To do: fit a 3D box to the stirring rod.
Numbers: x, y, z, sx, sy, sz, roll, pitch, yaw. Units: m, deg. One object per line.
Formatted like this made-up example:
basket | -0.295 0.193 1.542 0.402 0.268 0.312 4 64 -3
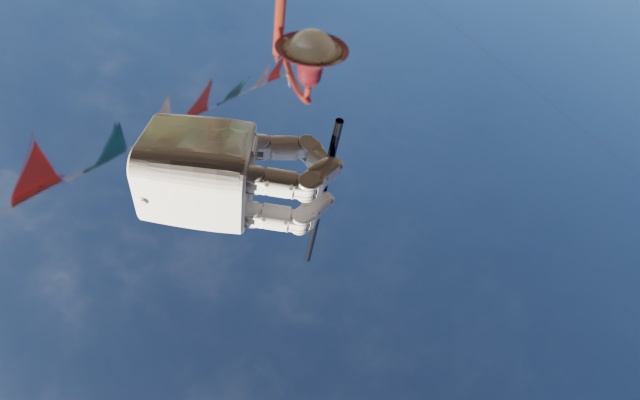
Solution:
stirring rod | 0.000 0.002 0.529 0.011 0.011 0.240 0 -38 -11
